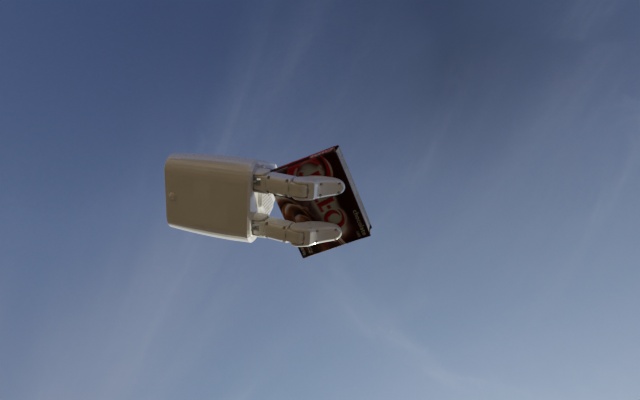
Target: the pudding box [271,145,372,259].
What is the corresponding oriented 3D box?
[{"bbox_3d":[0.000,0.002,0.570,0.090,0.113,0.039,-20,15,17],"label":"pudding box"}]
